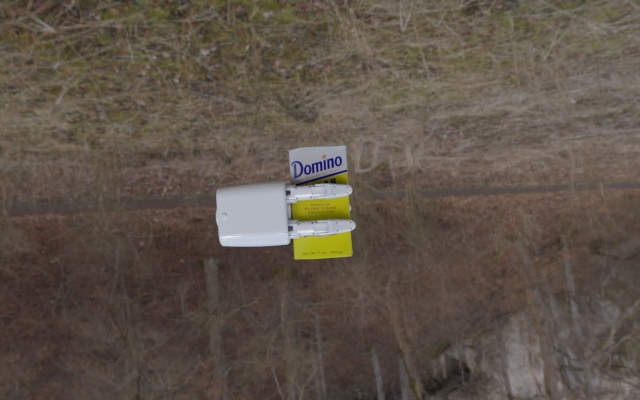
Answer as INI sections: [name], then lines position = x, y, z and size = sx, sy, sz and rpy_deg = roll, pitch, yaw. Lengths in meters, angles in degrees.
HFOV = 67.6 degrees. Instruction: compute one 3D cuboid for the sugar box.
[sugar box]
position = 0.000, 0.003, 0.761
size = 0.093, 0.176, 0.048
rpy_deg = -4, -1, 1
